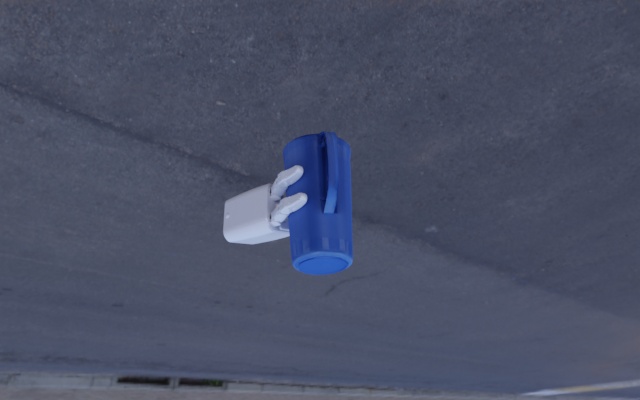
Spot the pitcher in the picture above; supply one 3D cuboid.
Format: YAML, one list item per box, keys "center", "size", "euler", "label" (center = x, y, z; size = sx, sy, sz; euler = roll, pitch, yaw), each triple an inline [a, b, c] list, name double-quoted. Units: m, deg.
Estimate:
- center: [0.000, 0.003, 0.877]
  size: [0.145, 0.242, 0.149]
  euler: [-17, -30, 25]
  label: "pitcher"
